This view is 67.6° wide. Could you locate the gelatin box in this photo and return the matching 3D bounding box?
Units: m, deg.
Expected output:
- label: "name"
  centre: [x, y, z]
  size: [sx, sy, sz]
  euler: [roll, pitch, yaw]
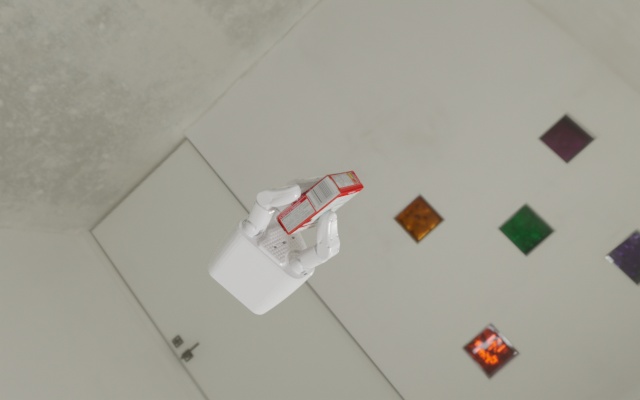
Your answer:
- label: "gelatin box"
  centre: [0.001, 0.002, 0.572]
  size: [0.089, 0.030, 0.073]
  euler: [-39, -11, 25]
